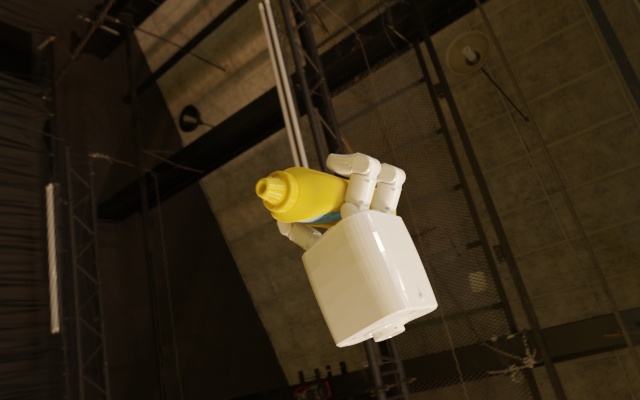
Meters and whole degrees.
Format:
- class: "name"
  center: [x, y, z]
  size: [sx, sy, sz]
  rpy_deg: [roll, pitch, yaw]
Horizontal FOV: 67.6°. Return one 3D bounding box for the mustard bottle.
- class: "mustard bottle"
  center: [0.000, 0.001, 0.532]
  size: [0.096, 0.058, 0.191]
  rpy_deg: [-7, -12, 36]
